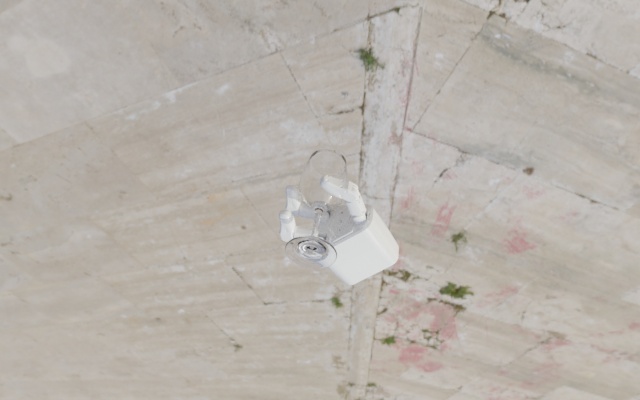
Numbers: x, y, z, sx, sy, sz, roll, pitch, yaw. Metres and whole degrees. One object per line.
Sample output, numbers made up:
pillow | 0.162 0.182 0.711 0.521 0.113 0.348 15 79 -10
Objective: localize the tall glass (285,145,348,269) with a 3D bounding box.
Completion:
tall glass | 0.000 0.003 0.736 0.079 0.200 0.079 6 -42 5
